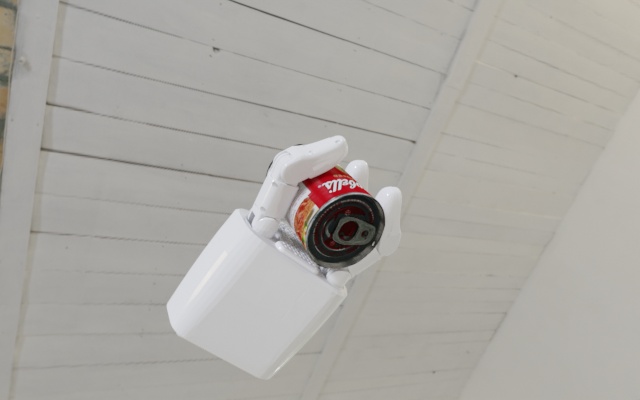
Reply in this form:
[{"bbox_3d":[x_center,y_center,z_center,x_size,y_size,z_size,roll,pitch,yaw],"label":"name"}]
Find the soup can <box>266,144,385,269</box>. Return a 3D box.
[{"bbox_3d":[0.000,0.001,0.404,0.068,0.068,0.102,0,28,-27],"label":"soup can"}]
